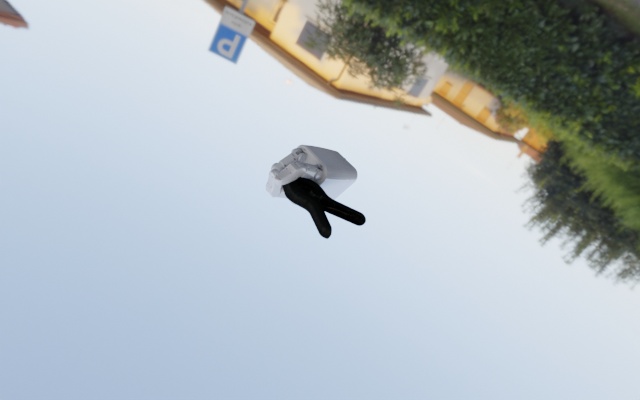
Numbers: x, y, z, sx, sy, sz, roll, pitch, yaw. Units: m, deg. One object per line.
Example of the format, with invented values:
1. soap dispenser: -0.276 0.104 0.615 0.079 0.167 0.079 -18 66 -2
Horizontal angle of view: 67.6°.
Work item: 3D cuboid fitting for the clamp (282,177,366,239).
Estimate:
1. clamp: 0.000 0.003 0.857 0.120 0.039 0.171 0 39 -49
